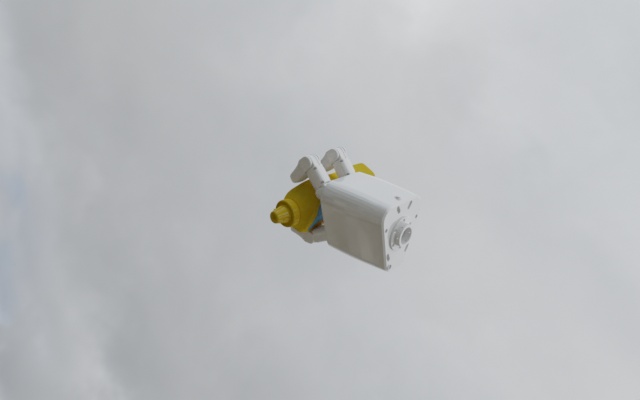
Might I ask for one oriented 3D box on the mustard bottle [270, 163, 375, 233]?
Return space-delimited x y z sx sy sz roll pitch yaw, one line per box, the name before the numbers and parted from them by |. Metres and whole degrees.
mustard bottle | 0.000 0.002 0.735 0.191 0.096 0.058 -19 57 -44
